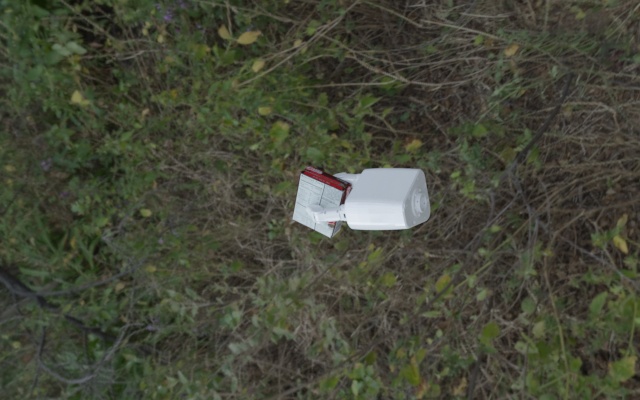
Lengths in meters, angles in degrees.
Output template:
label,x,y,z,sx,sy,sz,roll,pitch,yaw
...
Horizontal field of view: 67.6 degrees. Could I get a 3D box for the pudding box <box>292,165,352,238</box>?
label,x,y,z,sx,sy,sz,roll,pitch,yaw
pudding box,0.000,0.003,0.872,0.090,0.114,0.039,25,36,17
